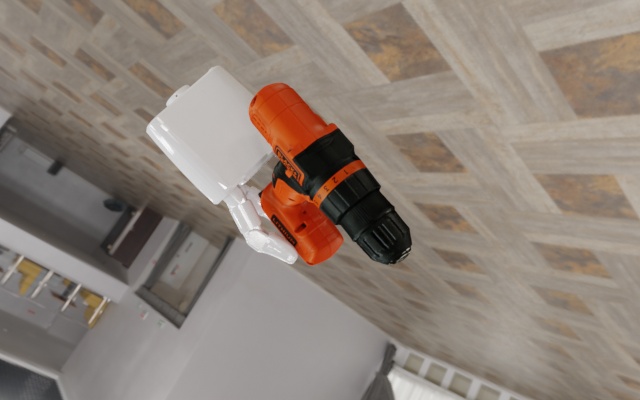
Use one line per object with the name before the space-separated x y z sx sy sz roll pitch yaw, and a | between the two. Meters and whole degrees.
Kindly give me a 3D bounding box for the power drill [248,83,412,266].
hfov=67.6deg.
power drill | 0.000 0.001 0.457 0.057 0.184 0.188 -33 -14 -20
